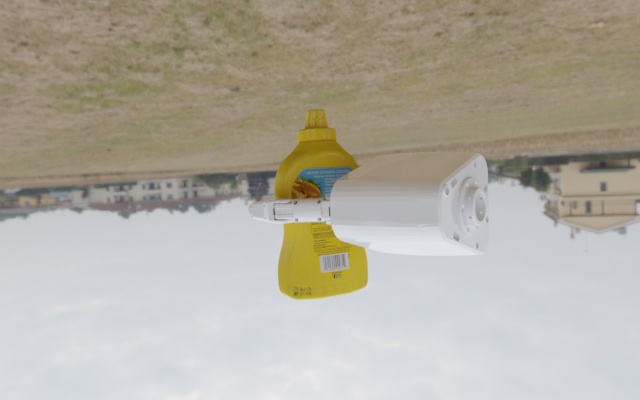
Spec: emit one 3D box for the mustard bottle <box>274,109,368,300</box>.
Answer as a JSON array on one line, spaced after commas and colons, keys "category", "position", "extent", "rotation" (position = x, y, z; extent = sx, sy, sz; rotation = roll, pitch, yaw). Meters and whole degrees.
[{"category": "mustard bottle", "position": [0.000, 0.002, 0.500], "extent": [0.096, 0.191, 0.058], "rotation": [-4, 3, -26]}]
